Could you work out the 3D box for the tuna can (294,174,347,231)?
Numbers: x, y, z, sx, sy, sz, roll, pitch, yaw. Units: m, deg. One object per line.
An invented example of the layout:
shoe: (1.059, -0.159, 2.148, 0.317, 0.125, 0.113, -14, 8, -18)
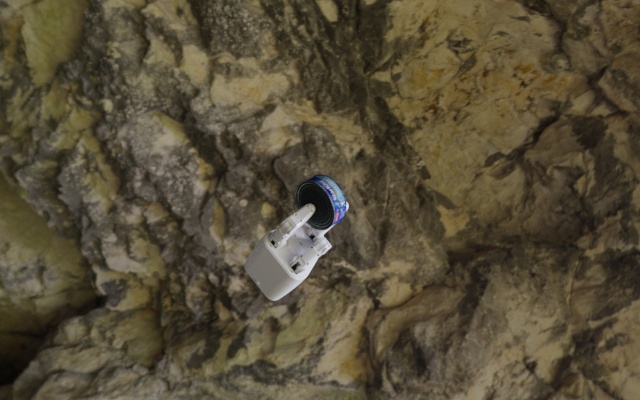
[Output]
tuna can: (0.001, 0.002, 0.763, 0.086, 0.086, 0.033, 0, 22, 46)
